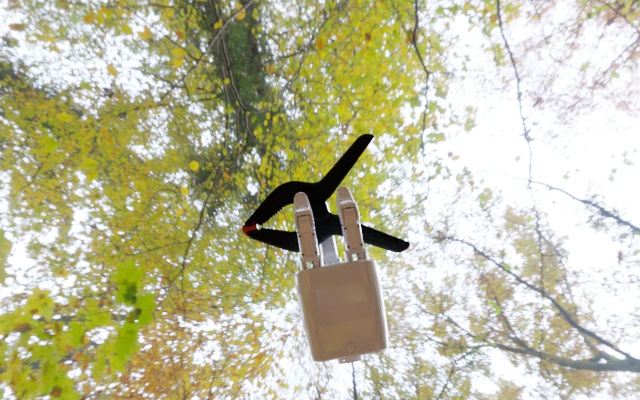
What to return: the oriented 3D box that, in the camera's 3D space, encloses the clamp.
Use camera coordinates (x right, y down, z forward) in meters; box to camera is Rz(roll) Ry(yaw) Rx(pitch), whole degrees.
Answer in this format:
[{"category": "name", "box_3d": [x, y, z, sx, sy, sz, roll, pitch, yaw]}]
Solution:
[{"category": "clamp", "box_3d": [0.000, 0.003, 0.626, 0.210, 0.164, 0.036, -9, -12, -4]}]
